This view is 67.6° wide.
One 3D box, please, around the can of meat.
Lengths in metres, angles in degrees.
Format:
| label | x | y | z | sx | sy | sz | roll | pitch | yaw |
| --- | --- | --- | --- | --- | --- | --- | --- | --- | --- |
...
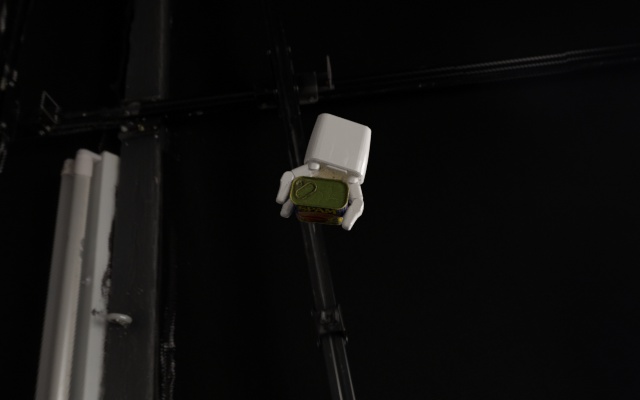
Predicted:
| label | x | y | z | sx | sy | sz | roll | pitch | yaw |
| --- | --- | --- | --- | --- | --- | --- | --- | --- | --- |
| can of meat | 0.000 | 0.003 | 0.864 | 0.102 | 0.057 | 0.084 | 6 | -24 | 6 |
